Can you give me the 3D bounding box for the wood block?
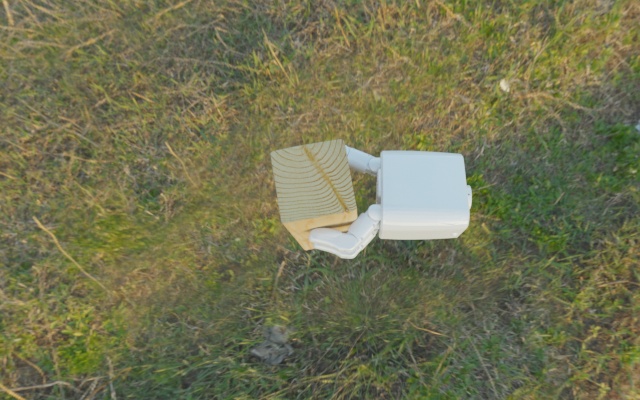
[{"bbox_3d":[0.000,0.002,0.646,0.090,0.090,0.206,-10,-15,2],"label":"wood block"}]
